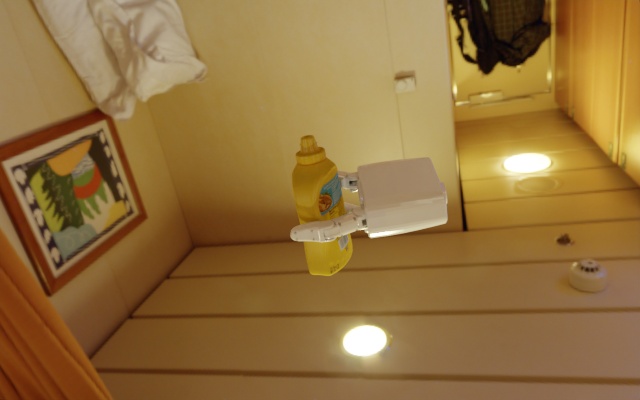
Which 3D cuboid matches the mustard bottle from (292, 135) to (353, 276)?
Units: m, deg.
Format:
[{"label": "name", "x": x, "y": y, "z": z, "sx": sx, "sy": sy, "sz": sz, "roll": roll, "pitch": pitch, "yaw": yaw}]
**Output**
[{"label": "mustard bottle", "x": 0.000, "y": 0.002, "z": 0.670, "sx": 0.058, "sy": 0.192, "sz": 0.096, "roll": 1, "pitch": 25, "yaw": 26}]
